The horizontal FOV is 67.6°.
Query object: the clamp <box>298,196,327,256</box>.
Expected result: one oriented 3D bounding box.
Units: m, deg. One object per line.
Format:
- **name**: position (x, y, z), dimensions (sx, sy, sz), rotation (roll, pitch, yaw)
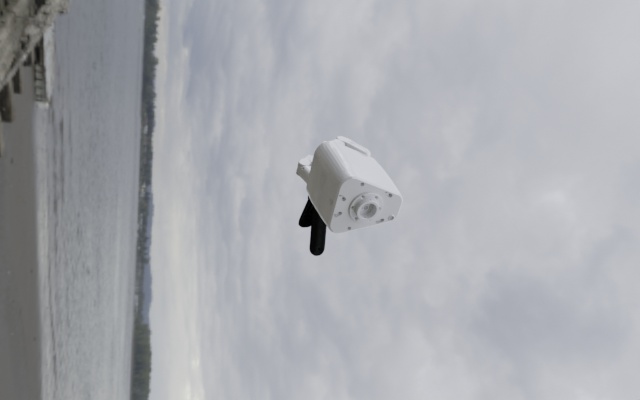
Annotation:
- **clamp**: position (0.001, 0.002, 0.788), dimensions (0.039, 0.171, 0.120), rotation (2, 31, -21)
